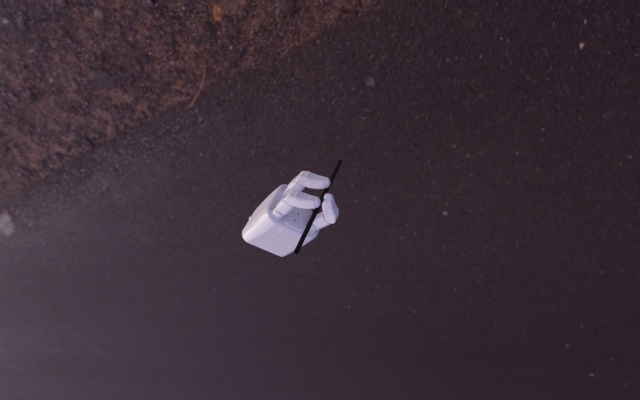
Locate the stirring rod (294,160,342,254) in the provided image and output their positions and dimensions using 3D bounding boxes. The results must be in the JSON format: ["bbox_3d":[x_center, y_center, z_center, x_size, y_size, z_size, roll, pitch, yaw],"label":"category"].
[{"bbox_3d":[0.000,0.003,0.828,0.011,0.011,0.239,0,40,25],"label":"stirring rod"}]
